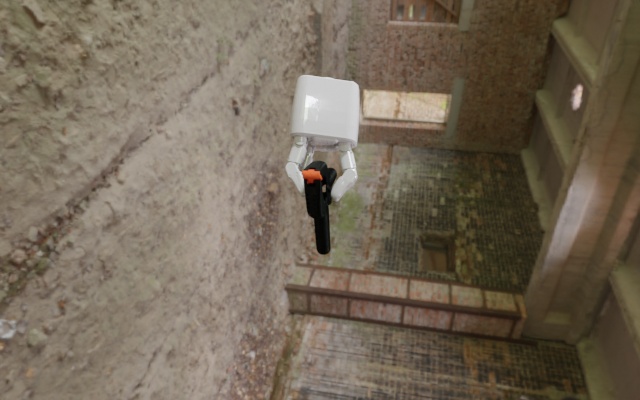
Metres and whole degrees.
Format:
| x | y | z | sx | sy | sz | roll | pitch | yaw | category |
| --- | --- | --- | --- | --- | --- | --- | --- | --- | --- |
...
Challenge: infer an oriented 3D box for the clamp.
| x | y | z | sx | sy | sz | roll | pitch | yaw | category |
| --- | --- | --- | --- | --- | --- | --- | --- | --- | --- |
| 0.001 | 0.002 | 0.796 | 0.036 | 0.164 | 0.210 | 2 | -10 | 9 | clamp |
